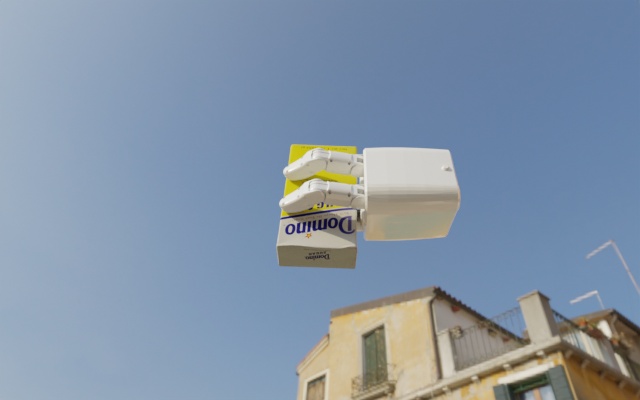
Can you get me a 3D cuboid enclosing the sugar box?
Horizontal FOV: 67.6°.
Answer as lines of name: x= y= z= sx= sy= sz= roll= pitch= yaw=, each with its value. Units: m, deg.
sugar box: x=0.000 y=0.002 z=0.602 sx=0.093 sy=0.048 sz=0.176 roll=1 pitch=45 yaw=2
